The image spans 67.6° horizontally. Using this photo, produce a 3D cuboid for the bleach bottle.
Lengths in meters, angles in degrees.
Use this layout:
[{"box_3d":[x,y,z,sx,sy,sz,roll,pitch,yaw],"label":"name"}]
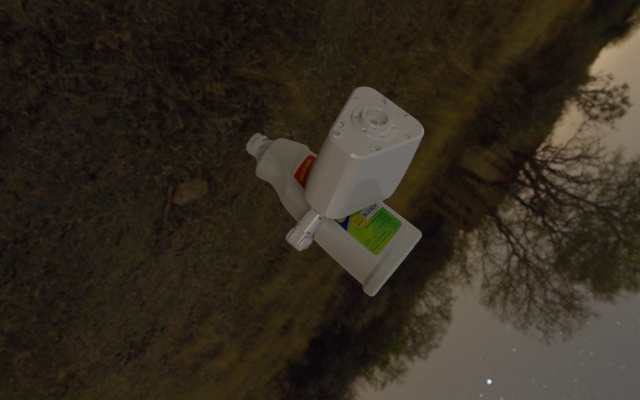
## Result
[{"box_3d":[0.000,0.002,0.608,0.102,0.251,0.068,-42,-16,-35],"label":"bleach bottle"}]
